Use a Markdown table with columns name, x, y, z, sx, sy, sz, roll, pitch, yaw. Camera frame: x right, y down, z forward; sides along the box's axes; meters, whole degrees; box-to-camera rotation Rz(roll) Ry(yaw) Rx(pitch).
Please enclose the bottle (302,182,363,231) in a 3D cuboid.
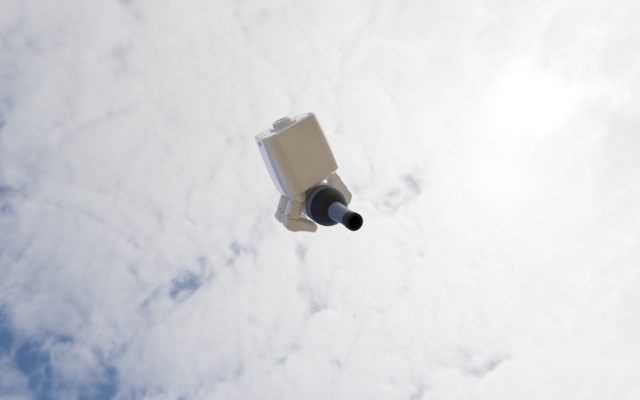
| name | x | y | z | sx | sy | sz | roll | pitch | yaw |
| --- | --- | --- | --- | --- | --- | --- | --- | --- | --- |
| bottle | 0.000 | 0.003 | 0.810 | 0.069 | 0.069 | 0.295 | 0 | 11 | -20 |
